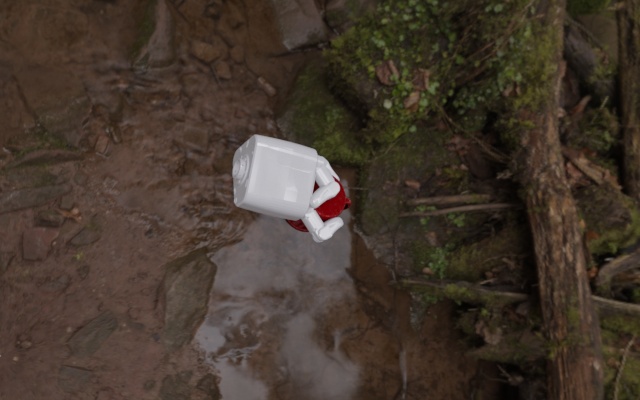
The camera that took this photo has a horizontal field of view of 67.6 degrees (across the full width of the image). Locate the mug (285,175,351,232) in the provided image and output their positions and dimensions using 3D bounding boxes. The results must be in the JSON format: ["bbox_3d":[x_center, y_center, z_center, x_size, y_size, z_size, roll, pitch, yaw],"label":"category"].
[{"bbox_3d":[0.001,0.003,0.828,0.117,0.093,0.081,11,-21,-30],"label":"mug"}]
